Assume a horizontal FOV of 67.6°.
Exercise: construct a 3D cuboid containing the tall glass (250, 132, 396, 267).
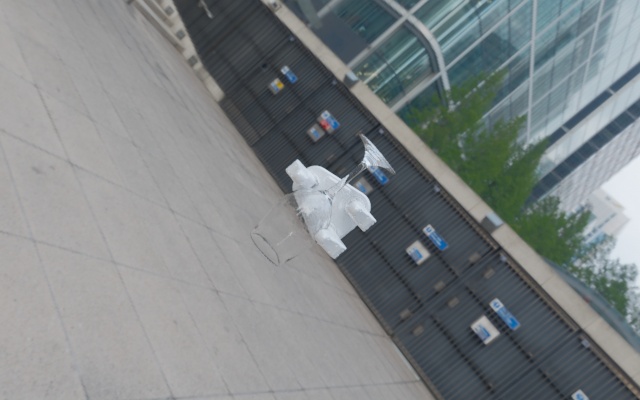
[{"bbox_3d":[0.001,0.002,0.642,0.201,0.079,0.079,-40,-3,4],"label":"tall glass"}]
